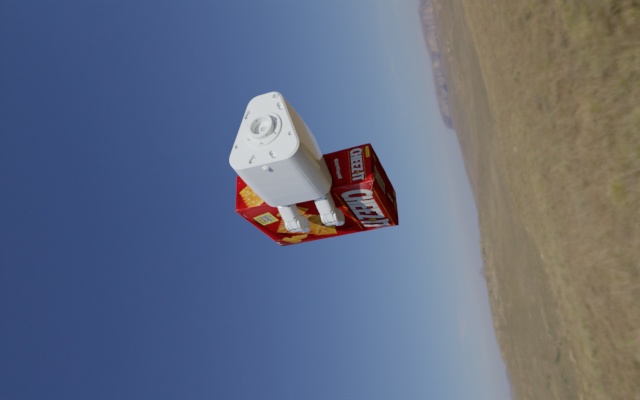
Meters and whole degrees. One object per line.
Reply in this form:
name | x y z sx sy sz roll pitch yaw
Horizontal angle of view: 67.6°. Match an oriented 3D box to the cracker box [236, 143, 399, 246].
cracker box | 0.000 0.002 0.748 0.214 0.072 0.164 -11 -28 18
